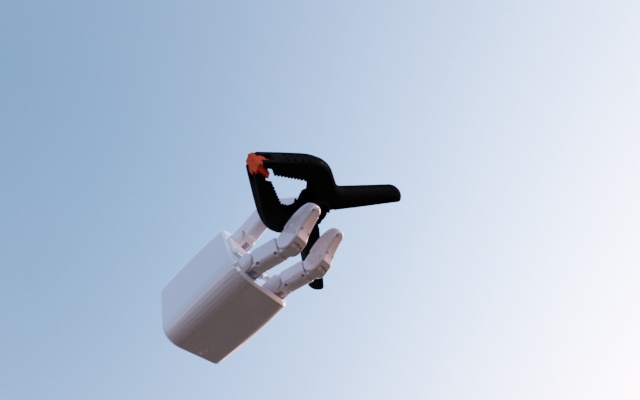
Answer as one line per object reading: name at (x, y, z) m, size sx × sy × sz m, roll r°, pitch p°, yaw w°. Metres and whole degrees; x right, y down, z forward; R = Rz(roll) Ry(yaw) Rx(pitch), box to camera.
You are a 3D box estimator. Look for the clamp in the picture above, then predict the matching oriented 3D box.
clamp at (-0.001, 0.001, 0.541) m, size 0.036 × 0.164 × 0.210 m, roll 43°, pitch -3°, yaw 46°
